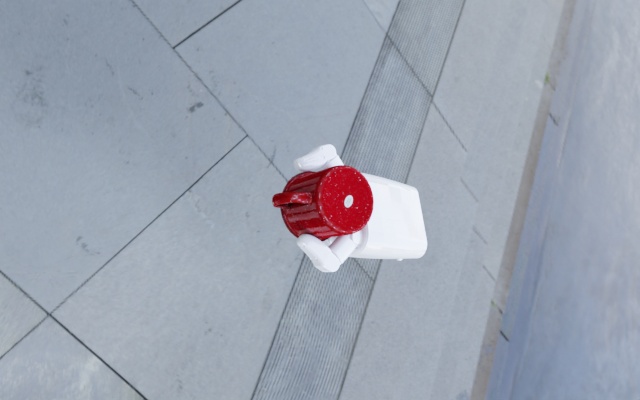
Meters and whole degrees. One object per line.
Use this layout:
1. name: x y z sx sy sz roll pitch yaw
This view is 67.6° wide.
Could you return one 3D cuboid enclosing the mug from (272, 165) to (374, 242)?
1. mug: -0.001 0.002 0.571 0.117 0.093 0.081 8 -11 -30
